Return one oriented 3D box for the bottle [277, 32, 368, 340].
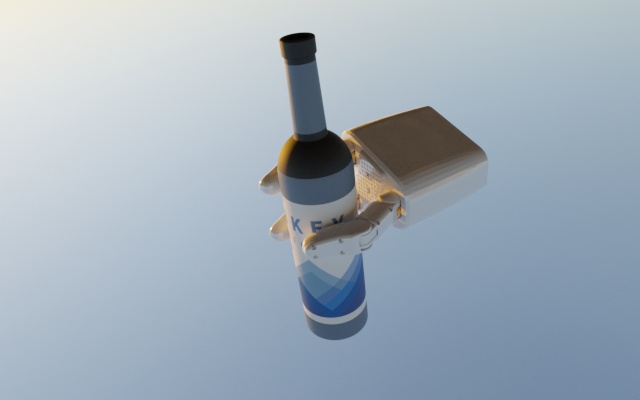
[{"bbox_3d":[0.000,0.002,0.433,0.069,0.296,0.069,-6,33,4],"label":"bottle"}]
